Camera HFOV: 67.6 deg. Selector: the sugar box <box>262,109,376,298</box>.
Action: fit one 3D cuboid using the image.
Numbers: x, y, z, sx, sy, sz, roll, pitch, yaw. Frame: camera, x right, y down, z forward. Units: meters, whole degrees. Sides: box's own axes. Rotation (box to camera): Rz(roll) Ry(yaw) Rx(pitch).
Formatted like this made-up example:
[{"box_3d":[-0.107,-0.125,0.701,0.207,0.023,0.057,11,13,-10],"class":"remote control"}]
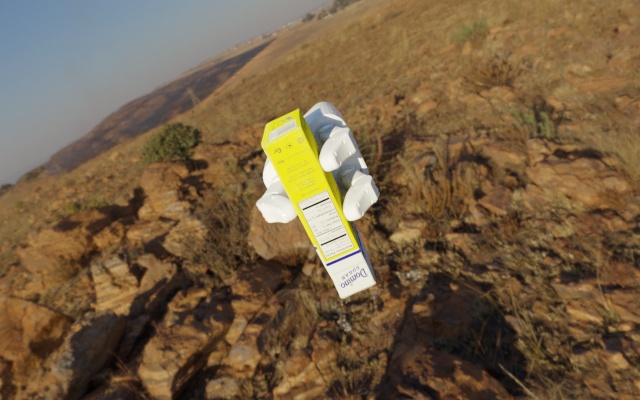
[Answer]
[{"box_3d":[0.001,0.001,0.485,0.048,0.176,0.093,-26,21,7],"class":"sugar box"}]
